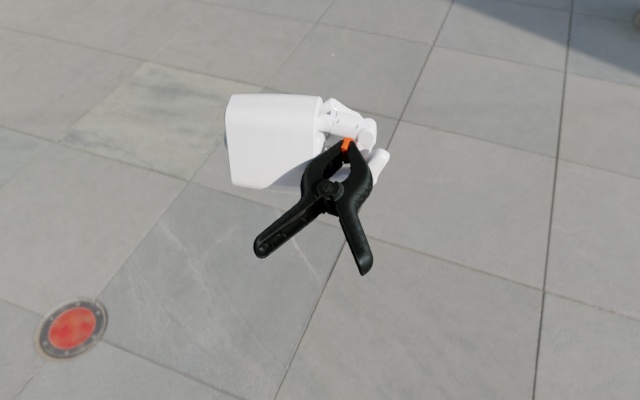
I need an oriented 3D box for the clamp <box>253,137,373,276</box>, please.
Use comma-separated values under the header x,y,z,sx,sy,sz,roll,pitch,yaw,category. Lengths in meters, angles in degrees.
x,y,z,sx,sy,sz,roll,pitch,yaw,category
0.000,0.001,0.503,0.120,0.171,0.039,4,-41,7,clamp
